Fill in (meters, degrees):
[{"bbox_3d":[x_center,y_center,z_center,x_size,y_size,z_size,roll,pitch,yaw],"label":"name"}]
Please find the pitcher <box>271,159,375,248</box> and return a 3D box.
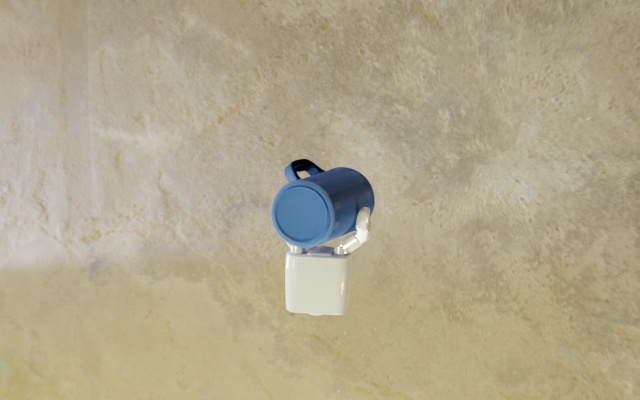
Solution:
[{"bbox_3d":[0.000,0.003,0.848,0.149,0.145,0.243,5,7,18],"label":"pitcher"}]
